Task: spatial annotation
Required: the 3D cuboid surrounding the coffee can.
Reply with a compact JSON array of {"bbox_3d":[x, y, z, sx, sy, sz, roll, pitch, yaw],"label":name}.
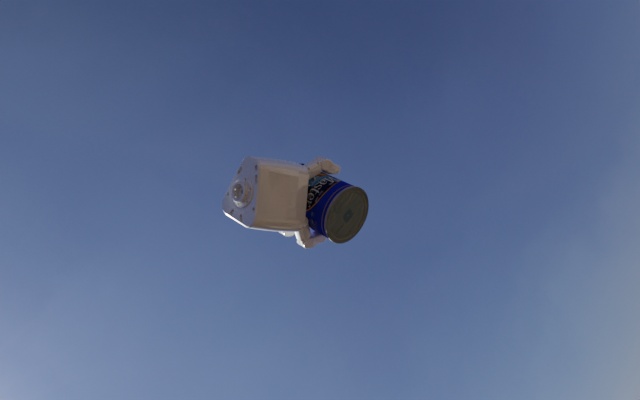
[{"bbox_3d":[0.000,0.003,0.850,0.103,0.103,0.140,0,19,-46],"label":"coffee can"}]
